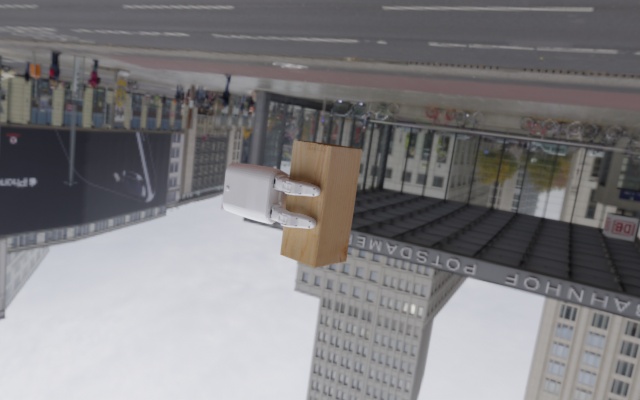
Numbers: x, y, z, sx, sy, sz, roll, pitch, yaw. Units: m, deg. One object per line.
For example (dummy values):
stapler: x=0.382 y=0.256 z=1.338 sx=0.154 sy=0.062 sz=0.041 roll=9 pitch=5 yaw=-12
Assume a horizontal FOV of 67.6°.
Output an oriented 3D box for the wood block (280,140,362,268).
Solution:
wood block: x=0.000 y=0.003 z=0.846 sx=0.090 sy=0.206 sz=0.091 roll=15 pitch=11 yaw=39
